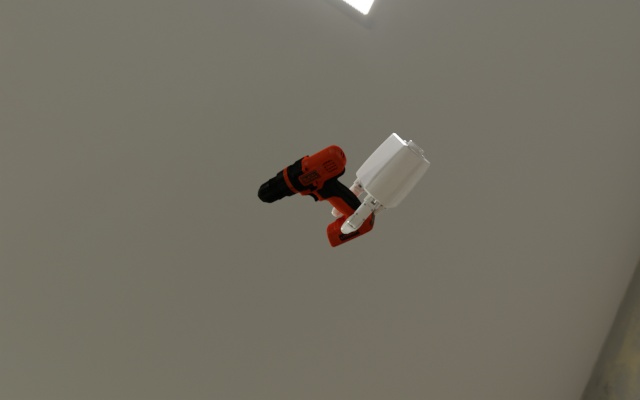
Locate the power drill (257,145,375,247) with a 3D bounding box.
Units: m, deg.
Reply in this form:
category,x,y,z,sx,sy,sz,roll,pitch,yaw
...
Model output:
category,x,y,z,sx,sy,sz,roll,pitch,yaw
power drill,0.001,0.003,0.894,0.184,0.188,0.057,-25,32,24
